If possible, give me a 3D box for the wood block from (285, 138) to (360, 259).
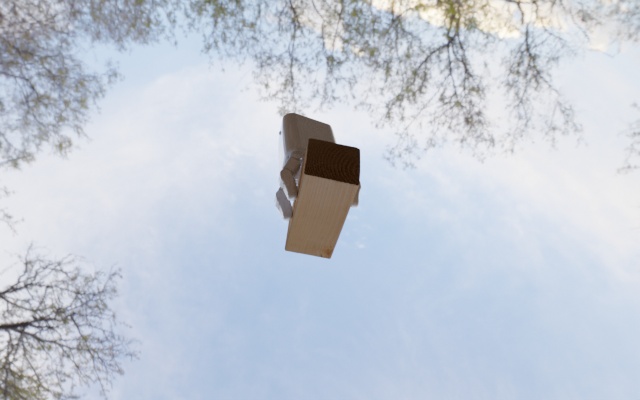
[{"bbox_3d":[0.000,0.003,0.841,0.091,0.090,0.206,11,-42,-6],"label":"wood block"}]
